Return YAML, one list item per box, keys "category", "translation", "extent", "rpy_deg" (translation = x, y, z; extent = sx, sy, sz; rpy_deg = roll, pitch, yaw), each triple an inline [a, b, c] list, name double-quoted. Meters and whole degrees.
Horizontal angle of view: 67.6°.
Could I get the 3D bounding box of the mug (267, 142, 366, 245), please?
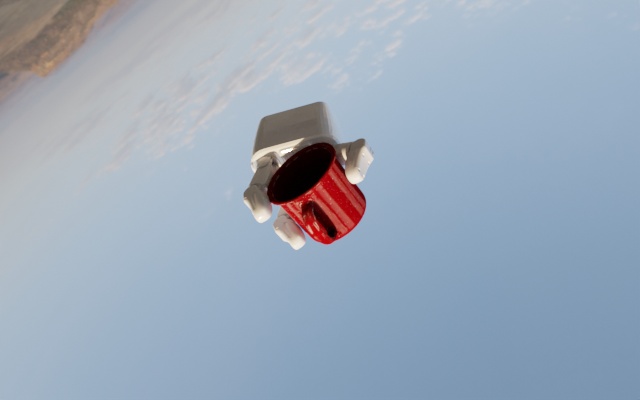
- category: "mug"
  translation: [0.000, 0.003, 0.537]
  extent: [0.093, 0.081, 0.117]
  rpy_deg: [-29, 33, 18]
